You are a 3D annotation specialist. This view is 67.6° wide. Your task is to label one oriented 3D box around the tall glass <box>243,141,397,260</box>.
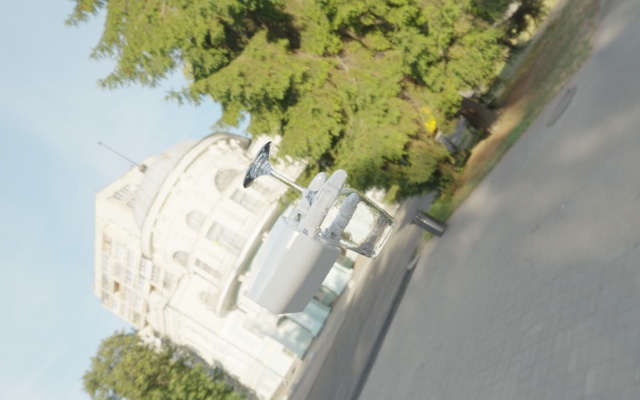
[{"bbox_3d":[0.000,0.002,0.639,0.201,0.079,0.079,30,3,5],"label":"tall glass"}]
